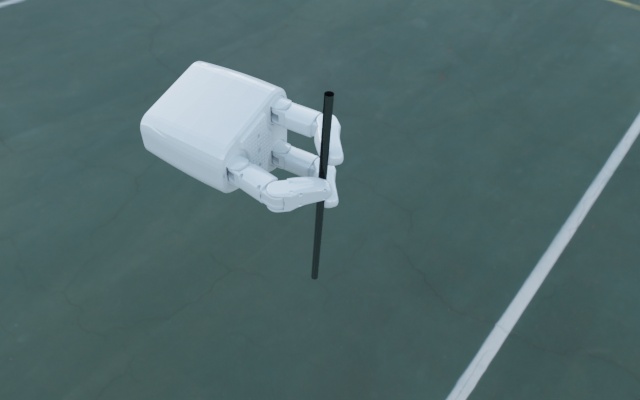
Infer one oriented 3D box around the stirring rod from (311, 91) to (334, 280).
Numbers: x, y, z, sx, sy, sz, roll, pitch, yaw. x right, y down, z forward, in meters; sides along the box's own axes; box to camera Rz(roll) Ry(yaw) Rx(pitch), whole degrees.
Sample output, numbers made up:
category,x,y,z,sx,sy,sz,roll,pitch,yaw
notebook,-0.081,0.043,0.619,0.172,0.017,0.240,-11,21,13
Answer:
category,x,y,z,sx,sy,sz,roll,pitch,yaw
stirring rod,0.000,0.002,0.460,0.011,0.240,0.011,2,45,-2
